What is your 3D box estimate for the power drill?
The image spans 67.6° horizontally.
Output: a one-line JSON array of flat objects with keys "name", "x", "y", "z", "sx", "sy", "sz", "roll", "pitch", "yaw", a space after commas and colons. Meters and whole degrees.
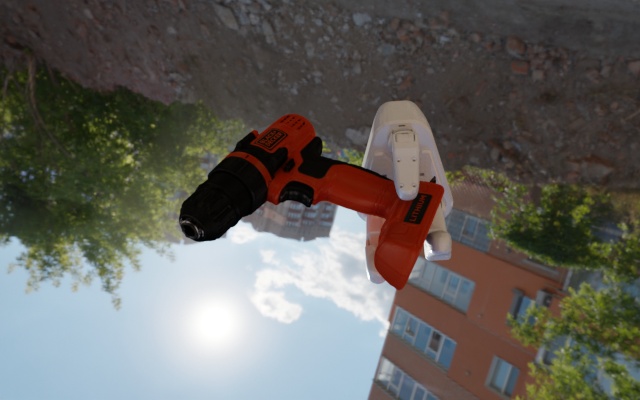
[{"name": "power drill", "x": 0.001, "y": 0.001, "z": 0.411, "sx": 0.187, "sy": 0.057, "sz": 0.184, "roll": 25, "pitch": 43, "yaw": 12}]
